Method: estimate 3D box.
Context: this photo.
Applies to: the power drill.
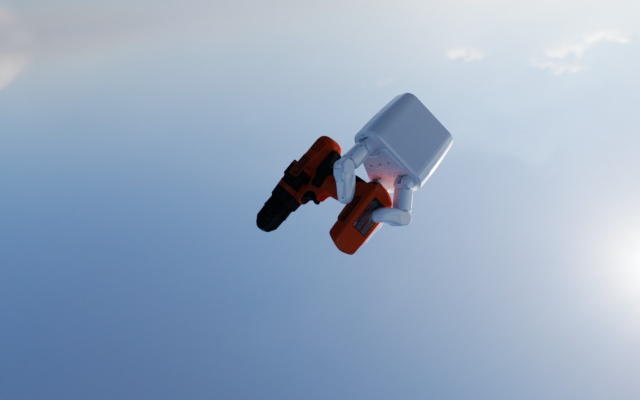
[{"bbox_3d":[0.001,0.002,0.711,0.187,0.184,0.057,37,-2,45],"label":"power drill"}]
